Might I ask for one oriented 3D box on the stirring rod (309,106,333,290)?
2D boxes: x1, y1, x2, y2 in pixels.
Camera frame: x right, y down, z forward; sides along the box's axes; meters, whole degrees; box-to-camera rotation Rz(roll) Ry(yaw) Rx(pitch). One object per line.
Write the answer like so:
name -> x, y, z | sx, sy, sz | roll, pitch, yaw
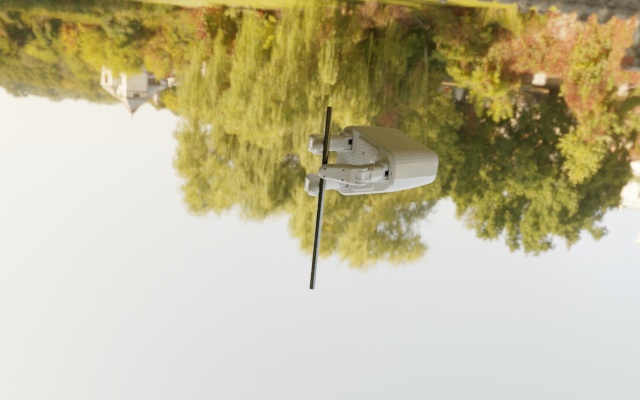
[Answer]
stirring rod -> 0.000, 0.002, 0.609 | 0.011, 0.239, 0.011 | 5, 15, -1
